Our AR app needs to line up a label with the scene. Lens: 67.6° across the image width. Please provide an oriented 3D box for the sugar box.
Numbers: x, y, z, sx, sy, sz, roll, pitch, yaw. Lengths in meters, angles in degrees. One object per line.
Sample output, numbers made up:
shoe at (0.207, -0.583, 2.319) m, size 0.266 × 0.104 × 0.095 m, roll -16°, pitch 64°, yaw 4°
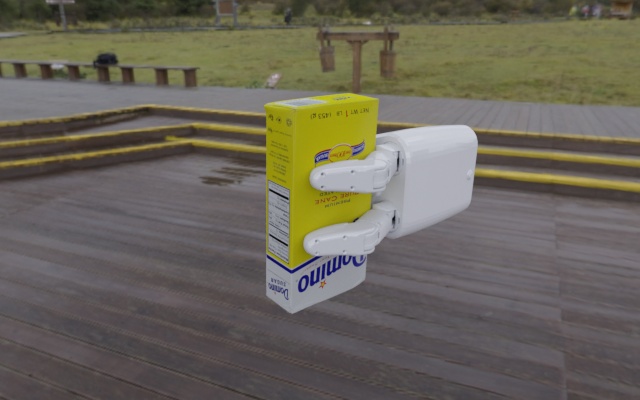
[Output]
sugar box at (0.001, 0.001, 0.412) m, size 0.093 × 0.176 × 0.048 m, roll -16°, pitch 25°, yaw -37°
